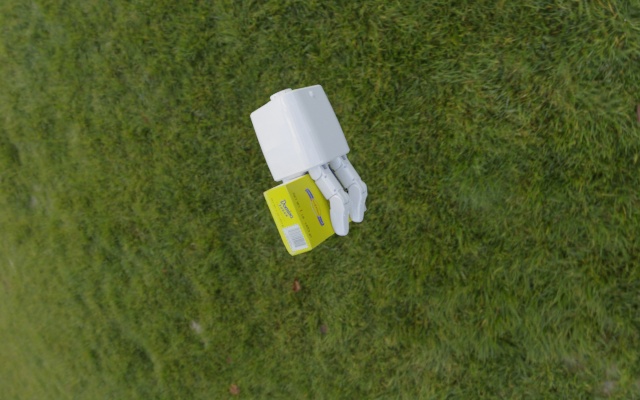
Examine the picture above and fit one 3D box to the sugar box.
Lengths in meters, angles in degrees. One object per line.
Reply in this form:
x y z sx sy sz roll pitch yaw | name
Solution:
0.000 0.002 0.686 0.048 0.093 0.176 -17 8 36 | sugar box
